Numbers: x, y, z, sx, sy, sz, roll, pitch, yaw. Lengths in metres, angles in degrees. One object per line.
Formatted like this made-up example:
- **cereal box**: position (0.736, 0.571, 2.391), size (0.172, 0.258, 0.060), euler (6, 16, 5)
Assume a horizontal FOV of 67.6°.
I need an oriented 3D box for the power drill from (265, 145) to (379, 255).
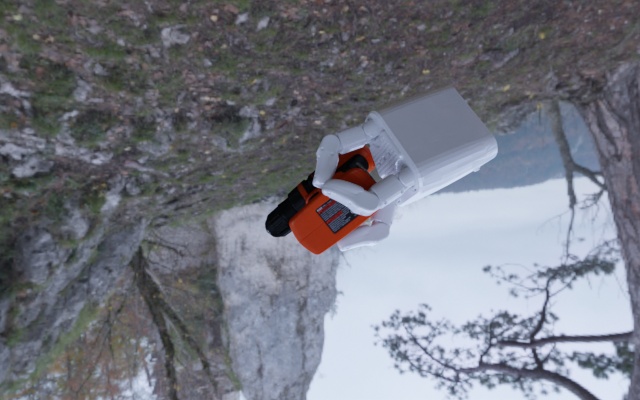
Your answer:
- **power drill**: position (0.000, 0.002, 0.601), size (0.184, 0.057, 0.187), euler (-40, 13, 6)
